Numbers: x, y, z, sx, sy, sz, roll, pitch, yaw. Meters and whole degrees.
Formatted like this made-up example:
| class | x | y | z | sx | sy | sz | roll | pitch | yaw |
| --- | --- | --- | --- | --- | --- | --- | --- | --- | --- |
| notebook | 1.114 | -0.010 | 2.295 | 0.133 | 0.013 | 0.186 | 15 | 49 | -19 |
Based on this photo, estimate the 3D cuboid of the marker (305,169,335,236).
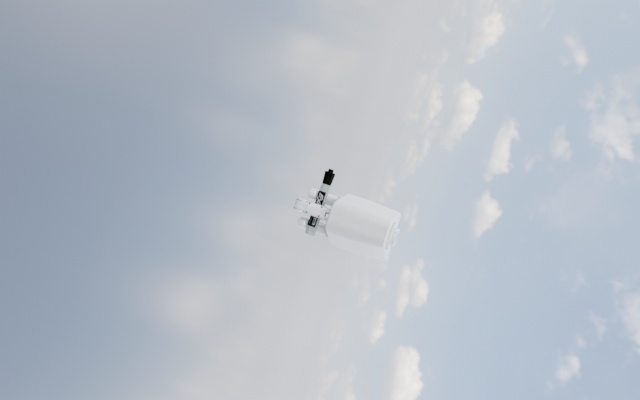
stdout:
| class | x | y | z | sx | sy | sz | roll | pitch | yaw |
| --- | --- | --- | --- | --- | --- | --- | --- | --- | --- |
| marker | 0.000 | 0.003 | 0.840 | 0.020 | 0.121 | 0.020 | 19 | -1 | 0 |
